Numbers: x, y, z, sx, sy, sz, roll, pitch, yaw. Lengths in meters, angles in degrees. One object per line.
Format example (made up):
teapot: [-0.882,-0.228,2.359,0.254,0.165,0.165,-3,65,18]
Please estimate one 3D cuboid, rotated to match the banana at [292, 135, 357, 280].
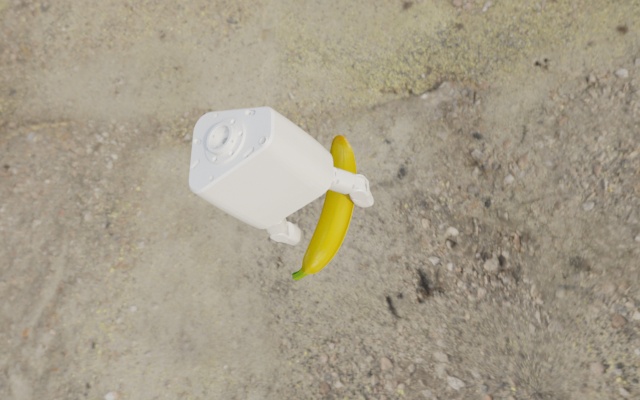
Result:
banana: [0.012,0.007,0.593,0.069,0.197,0.037,9,-14,45]
